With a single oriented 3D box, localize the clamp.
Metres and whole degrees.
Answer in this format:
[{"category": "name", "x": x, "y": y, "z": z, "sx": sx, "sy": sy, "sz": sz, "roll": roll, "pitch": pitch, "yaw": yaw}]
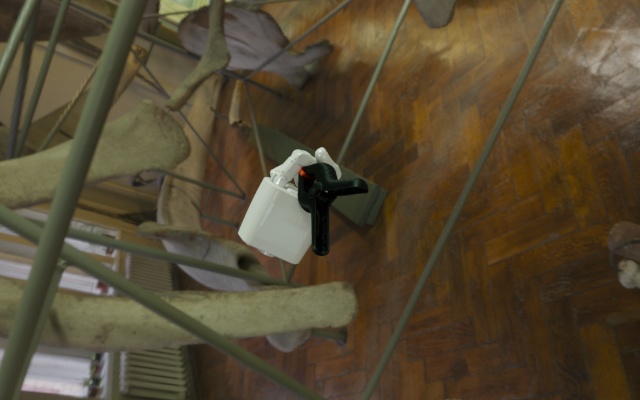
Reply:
[{"category": "clamp", "x": 0.000, "y": 0.002, "z": 0.697, "sx": 0.039, "sy": 0.120, "sz": 0.171, "roll": 30, "pitch": 5, "yaw": -28}]
